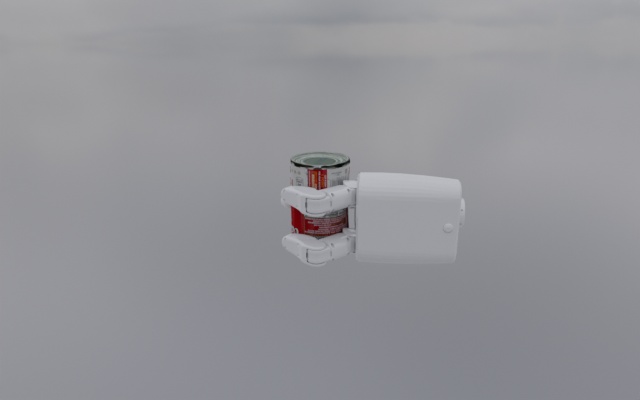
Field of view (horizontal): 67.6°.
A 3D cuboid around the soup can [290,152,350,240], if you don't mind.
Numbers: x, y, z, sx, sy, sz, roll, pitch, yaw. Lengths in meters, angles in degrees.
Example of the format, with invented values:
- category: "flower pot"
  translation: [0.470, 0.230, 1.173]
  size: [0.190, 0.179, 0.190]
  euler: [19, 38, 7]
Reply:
- category: "soup can"
  translation: [0.000, 0.001, 0.538]
  size: [0.068, 0.102, 0.068]
  euler: [0, 19, 0]
